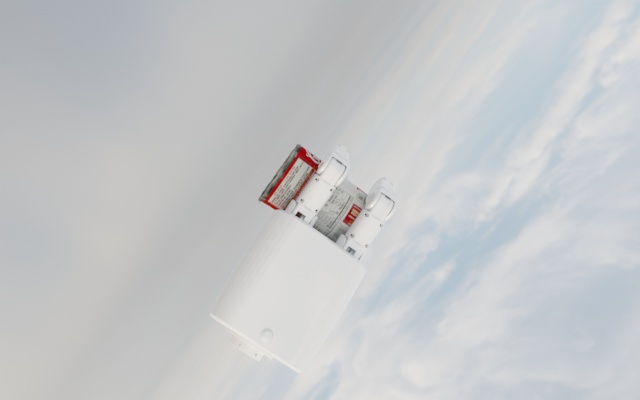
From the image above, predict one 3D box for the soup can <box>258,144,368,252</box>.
[{"bbox_3d":[0.001,0.001,0.467,0.102,0.068,0.068,35,-6,-8],"label":"soup can"}]
